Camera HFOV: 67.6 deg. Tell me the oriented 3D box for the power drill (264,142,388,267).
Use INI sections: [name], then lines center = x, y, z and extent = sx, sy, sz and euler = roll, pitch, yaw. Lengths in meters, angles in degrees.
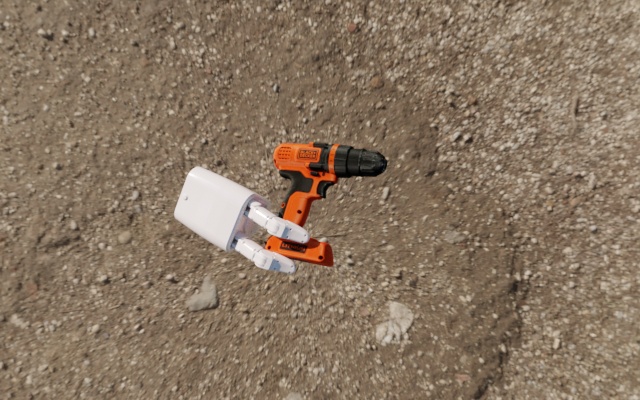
[power drill]
center = 0.000, 0.003, 0.729
extent = 0.184, 0.187, 0.057
euler = 6, -15, 25
